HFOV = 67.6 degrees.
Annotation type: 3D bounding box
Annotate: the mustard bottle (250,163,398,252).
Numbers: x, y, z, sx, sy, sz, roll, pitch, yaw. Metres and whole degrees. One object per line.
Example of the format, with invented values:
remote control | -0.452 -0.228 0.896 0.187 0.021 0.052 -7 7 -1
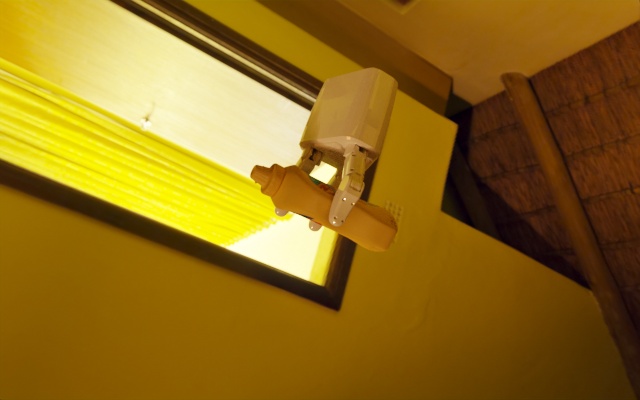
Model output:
mustard bottle | 0.000 0.002 0.604 0.192 0.058 0.096 26 7 -22
